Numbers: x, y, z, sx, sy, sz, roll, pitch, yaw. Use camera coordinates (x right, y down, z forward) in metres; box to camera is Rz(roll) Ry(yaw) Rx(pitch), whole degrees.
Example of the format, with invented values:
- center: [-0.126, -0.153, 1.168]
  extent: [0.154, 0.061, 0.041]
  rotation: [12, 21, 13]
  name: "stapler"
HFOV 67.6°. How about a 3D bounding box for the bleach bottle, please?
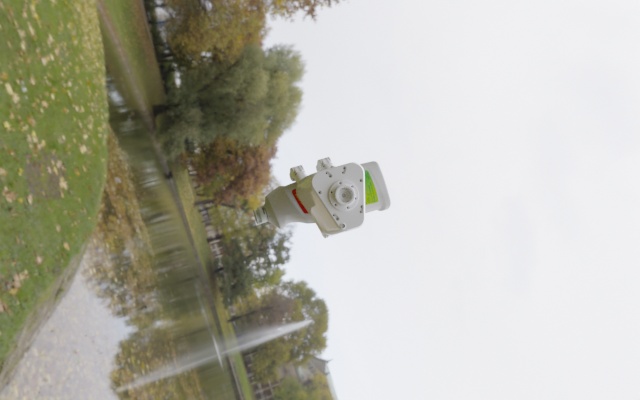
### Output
- center: [0.000, 0.003, 0.900]
  extent: [0.251, 0.102, 0.068]
  rotation: [-17, -2, -14]
  name: "bleach bottle"
